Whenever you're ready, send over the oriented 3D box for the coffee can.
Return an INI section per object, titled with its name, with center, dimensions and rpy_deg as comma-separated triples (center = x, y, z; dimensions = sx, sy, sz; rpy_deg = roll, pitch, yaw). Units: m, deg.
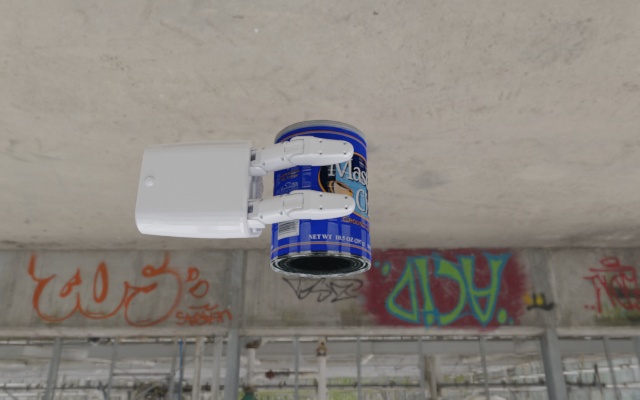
[coffee can]
center = 0.000, 0.002, 0.503
dimensions = 0.103, 0.140, 0.103
rpy_deg = 0, -21, 0
